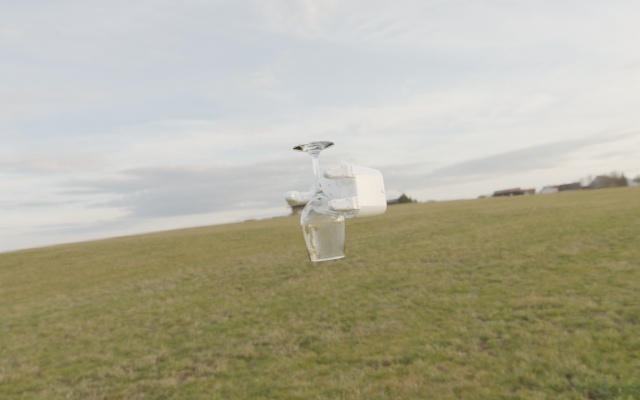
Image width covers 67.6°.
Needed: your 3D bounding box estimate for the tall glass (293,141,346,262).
[{"bbox_3d":[0.000,0.002,0.831,0.079,0.201,0.079,-7,-5,-1],"label":"tall glass"}]
